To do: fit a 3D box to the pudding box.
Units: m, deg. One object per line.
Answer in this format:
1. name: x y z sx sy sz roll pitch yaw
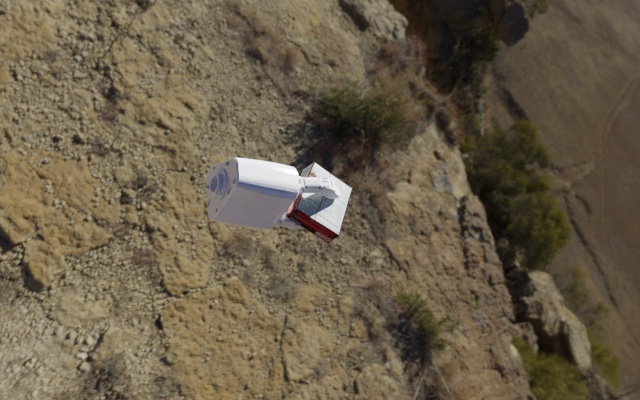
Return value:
1. pudding box: 0.000 0.003 0.809 0.090 0.113 0.039 34 -39 -19
